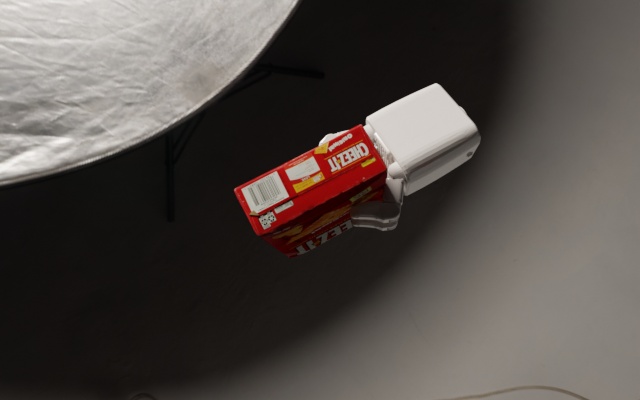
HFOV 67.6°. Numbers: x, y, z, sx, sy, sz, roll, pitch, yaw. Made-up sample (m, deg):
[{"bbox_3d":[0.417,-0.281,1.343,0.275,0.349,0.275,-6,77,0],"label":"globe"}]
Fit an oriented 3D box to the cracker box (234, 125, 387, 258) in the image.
[{"bbox_3d":[0.000,0.002,0.626,0.164,0.072,0.214,-28,-15,-1],"label":"cracker box"}]
